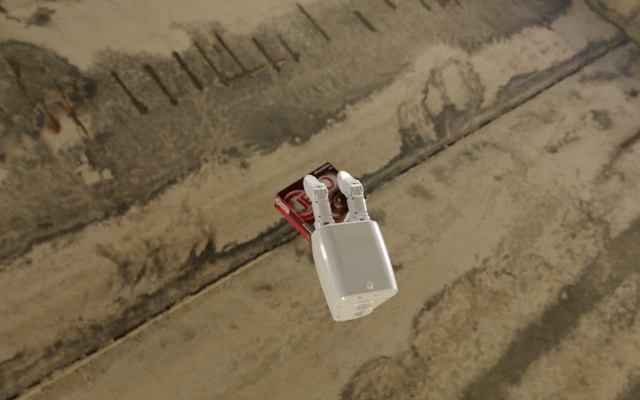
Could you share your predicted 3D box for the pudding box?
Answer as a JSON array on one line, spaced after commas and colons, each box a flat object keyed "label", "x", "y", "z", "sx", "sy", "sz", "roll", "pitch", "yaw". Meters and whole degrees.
[{"label": "pudding box", "x": 0.000, "y": 0.003, "z": 0.726, "sx": 0.113, "sy": 0.090, "sz": 0.039, "roll": -33, "pitch": -22, "yaw": -33}]
